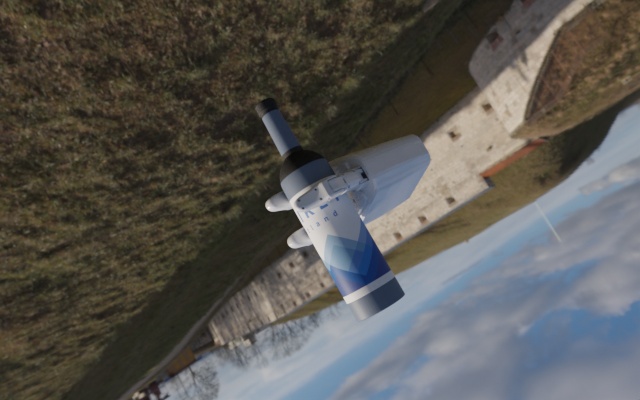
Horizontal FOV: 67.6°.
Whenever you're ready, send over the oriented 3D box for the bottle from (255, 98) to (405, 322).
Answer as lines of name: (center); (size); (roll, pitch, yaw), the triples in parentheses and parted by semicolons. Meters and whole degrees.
bottle: (0.000, 0.002, 0.591); (0.069, 0.295, 0.069); (-29, -8, -5)
